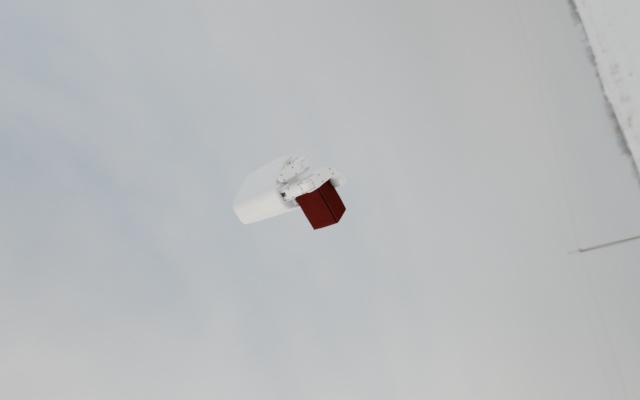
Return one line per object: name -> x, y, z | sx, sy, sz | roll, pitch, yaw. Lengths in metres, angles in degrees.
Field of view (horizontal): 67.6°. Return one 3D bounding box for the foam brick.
foam brick -> 0.000, 0.003, 0.834 | 0.051, 0.078, 0.053 | -22, 15, 29
